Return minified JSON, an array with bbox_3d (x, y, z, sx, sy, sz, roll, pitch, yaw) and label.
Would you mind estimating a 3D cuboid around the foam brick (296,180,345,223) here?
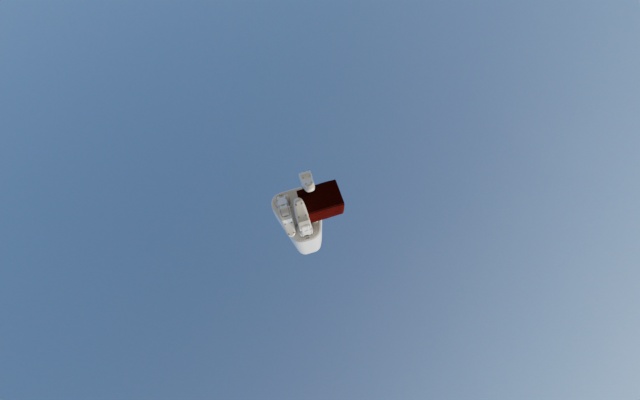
[{"bbox_3d":[0.000,0.003,0.884,0.078,0.053,0.051,-16,-22,-3],"label":"foam brick"}]
